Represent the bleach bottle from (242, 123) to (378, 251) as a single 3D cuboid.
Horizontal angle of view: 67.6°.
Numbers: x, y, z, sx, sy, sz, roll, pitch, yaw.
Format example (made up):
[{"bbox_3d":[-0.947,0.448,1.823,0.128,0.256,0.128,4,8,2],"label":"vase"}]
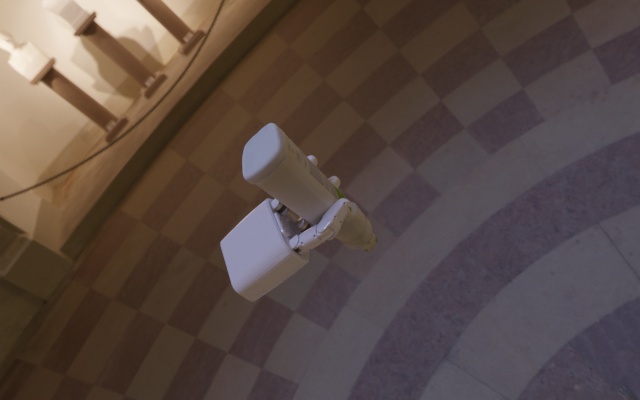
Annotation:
[{"bbox_3d":[0.000,0.002,0.685,0.251,0.068,0.102,41,19,-31],"label":"bleach bottle"}]
